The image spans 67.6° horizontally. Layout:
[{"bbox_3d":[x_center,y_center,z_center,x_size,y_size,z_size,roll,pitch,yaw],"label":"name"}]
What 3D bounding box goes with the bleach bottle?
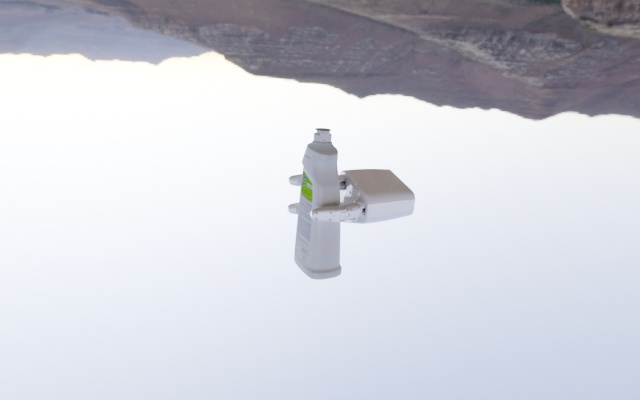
[{"bbox_3d":[0.000,0.003,0.828,0.068,0.251,0.102,-5,20,-26],"label":"bleach bottle"}]
